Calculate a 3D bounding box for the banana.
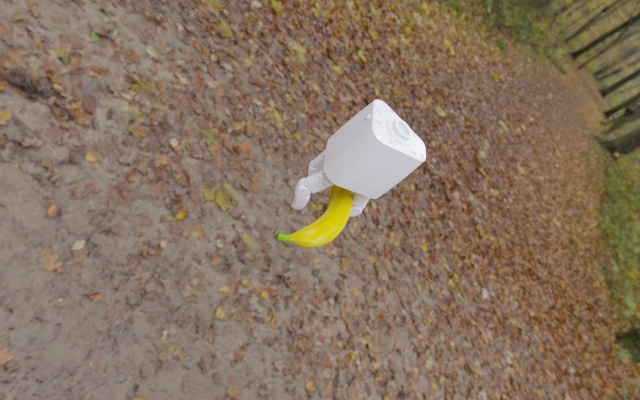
[{"bbox_3d":[0.012,0.017,0.741,0.037,0.069,0.197,-47,0,43],"label":"banana"}]
